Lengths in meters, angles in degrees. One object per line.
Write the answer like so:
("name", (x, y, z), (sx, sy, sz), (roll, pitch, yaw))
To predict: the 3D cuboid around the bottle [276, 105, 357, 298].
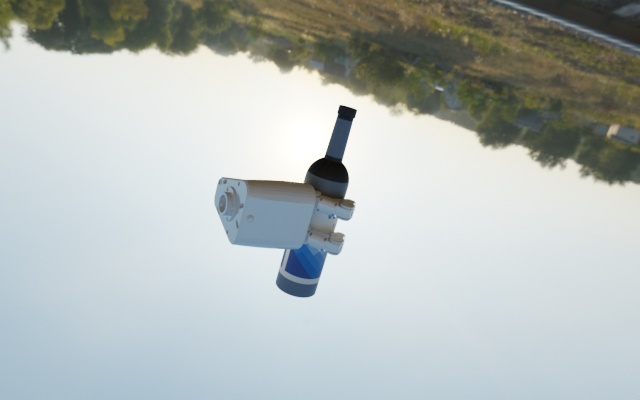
("bottle", (0.000, 0.003, 0.723), (0.069, 0.296, 0.069), (15, 16, -4))
